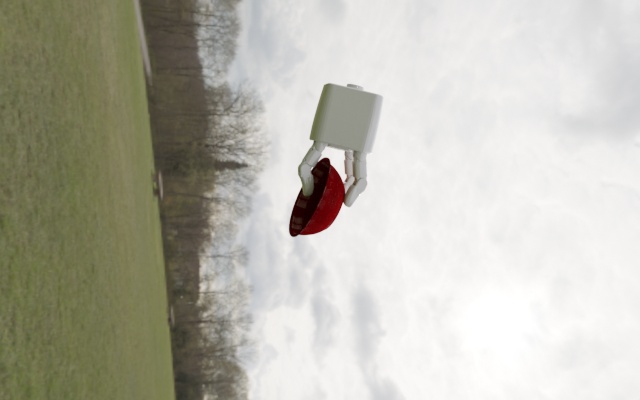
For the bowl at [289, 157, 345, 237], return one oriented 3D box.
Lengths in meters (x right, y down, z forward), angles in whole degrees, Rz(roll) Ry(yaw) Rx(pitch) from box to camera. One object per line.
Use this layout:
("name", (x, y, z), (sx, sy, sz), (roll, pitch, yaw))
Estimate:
("bowl", (0.000, 0.004, 0.890), (0.055, 0.162, 0.162), (25, -8, -17))
